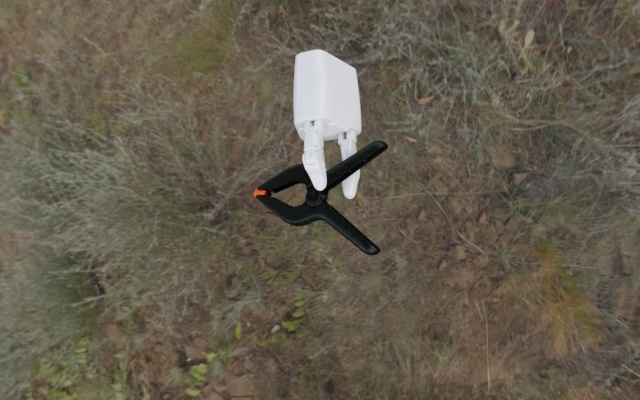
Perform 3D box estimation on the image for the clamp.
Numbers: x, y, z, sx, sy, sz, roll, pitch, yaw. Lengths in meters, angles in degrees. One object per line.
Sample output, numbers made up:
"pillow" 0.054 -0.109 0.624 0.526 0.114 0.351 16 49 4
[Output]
"clamp" -0.001 0.002 0.708 0.210 0.164 0.036 -5 -12 20
